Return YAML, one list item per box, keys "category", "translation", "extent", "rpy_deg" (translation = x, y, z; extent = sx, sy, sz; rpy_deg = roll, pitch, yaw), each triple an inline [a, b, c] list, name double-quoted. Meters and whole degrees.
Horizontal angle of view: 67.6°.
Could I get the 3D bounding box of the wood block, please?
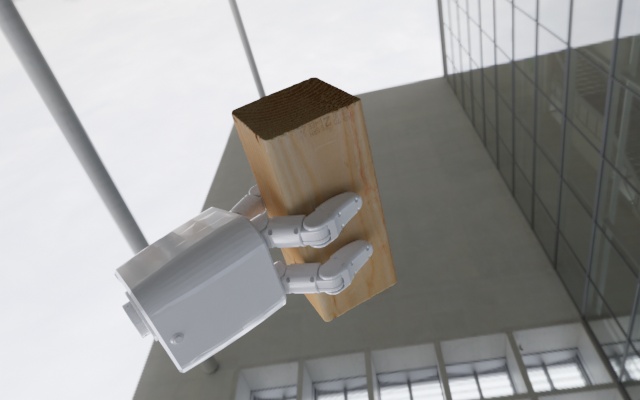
- category: "wood block"
  translation: [0.000, 0.002, 0.460]
  extent: [0.090, 0.206, 0.090]
  rpy_deg: [-26, 35, -16]
